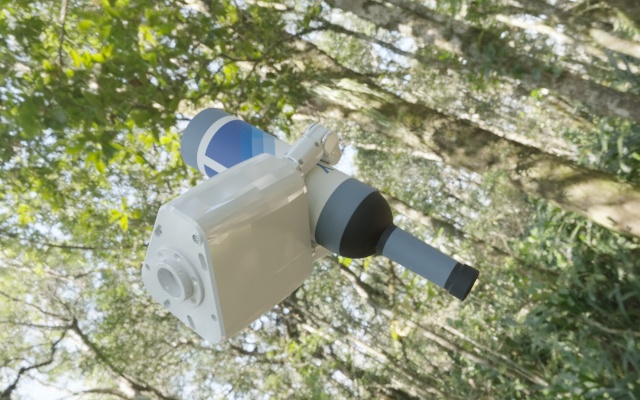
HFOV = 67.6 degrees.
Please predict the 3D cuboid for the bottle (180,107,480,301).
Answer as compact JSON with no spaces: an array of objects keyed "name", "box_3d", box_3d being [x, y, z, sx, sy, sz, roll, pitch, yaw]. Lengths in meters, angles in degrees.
[{"name":"bottle","box_3d":[0.000,0.001,0.430,0.295,0.069,0.069,29,12,23]}]
